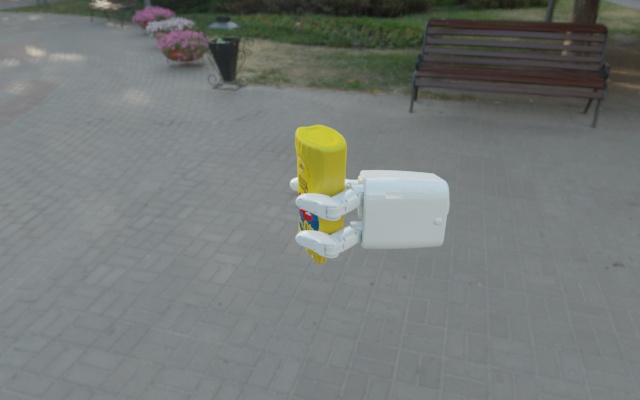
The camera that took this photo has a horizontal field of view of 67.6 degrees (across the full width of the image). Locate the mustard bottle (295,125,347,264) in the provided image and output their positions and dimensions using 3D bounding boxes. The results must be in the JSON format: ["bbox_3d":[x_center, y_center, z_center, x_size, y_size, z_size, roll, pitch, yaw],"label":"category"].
[{"bbox_3d":[0.000,0.002,0.644,0.058,0.192,0.096,-11,30,-20],"label":"mustard bottle"}]
